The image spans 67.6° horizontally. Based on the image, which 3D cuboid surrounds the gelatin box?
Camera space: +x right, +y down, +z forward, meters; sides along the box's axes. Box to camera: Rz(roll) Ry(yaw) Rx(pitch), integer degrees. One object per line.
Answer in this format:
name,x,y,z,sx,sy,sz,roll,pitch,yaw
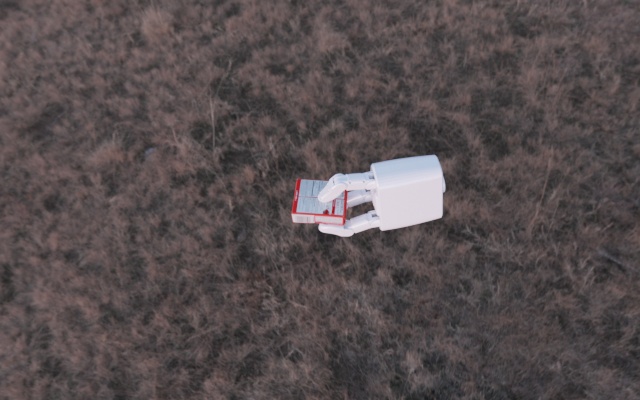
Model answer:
gelatin box,0.000,0.002,0.797,0.089,0.073,0.030,4,-35,4
